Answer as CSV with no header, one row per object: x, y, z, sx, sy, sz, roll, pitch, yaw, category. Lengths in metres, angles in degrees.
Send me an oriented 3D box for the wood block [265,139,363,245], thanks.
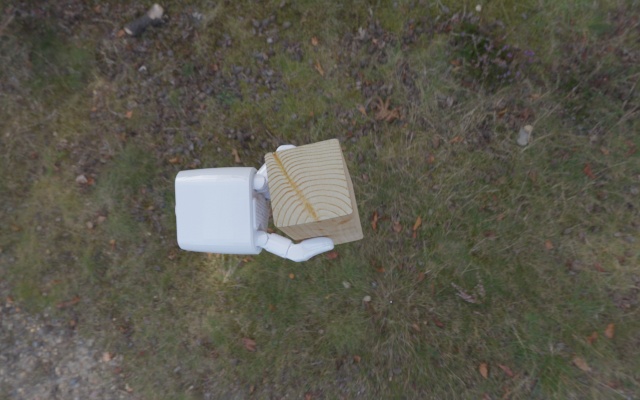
0.000,0.002,0.631,0.090,0.090,0.206,-11,-13,6,wood block
